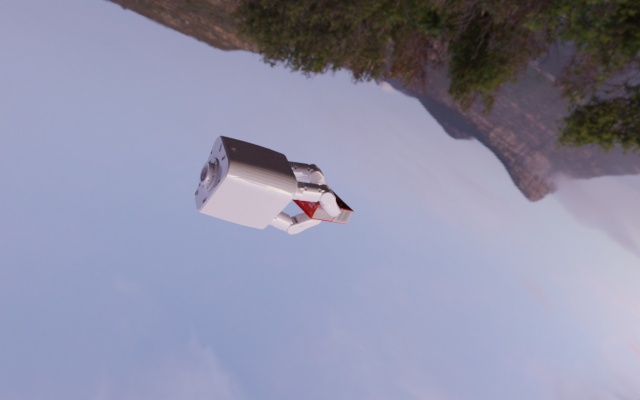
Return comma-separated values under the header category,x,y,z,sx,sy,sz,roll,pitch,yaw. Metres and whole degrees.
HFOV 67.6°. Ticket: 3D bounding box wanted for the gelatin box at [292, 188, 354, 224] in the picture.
category,x,y,z,sx,sy,sz,roll,pitch,yaw
gelatin box,0.000,0.003,0.779,0.089,0.030,0.073,11,26,-45
